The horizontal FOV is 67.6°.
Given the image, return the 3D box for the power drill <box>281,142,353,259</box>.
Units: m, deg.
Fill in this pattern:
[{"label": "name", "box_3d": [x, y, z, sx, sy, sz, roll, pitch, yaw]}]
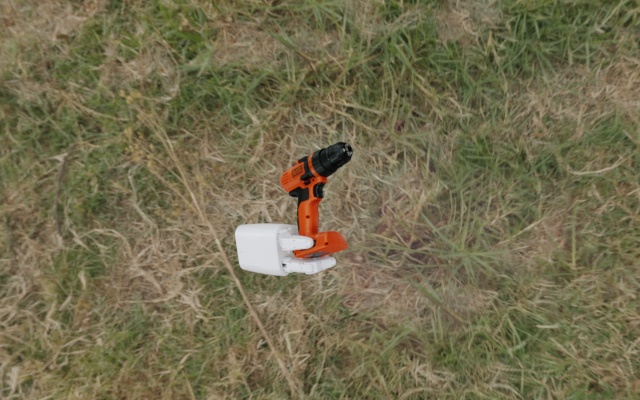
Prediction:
[{"label": "power drill", "box_3d": [0.000, 0.003, 0.865, 0.057, 0.187, 0.184, 9, -23, -37]}]
